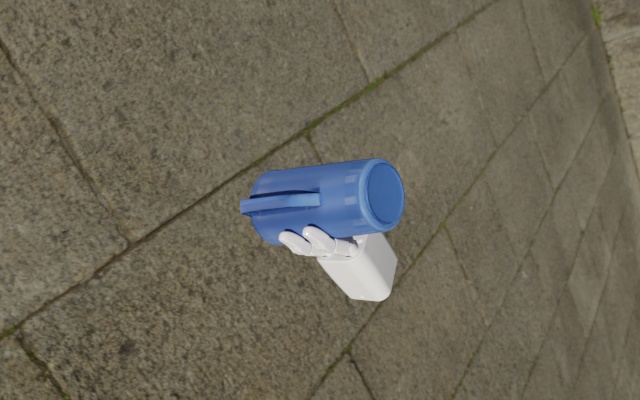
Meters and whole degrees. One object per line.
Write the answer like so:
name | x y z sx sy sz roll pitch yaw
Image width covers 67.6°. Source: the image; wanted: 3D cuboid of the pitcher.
pitcher | 0.000 0.003 0.756 0.243 0.145 0.149 -8 38 44
